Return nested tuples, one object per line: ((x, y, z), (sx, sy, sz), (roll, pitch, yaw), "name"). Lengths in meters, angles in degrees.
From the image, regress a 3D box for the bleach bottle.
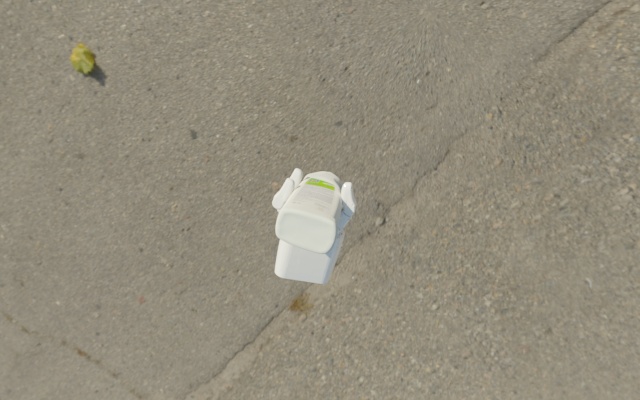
((0.000, 0.003, 0.859), (0.102, 0.068, 0.250), (17, 24, 6), "bleach bottle")
